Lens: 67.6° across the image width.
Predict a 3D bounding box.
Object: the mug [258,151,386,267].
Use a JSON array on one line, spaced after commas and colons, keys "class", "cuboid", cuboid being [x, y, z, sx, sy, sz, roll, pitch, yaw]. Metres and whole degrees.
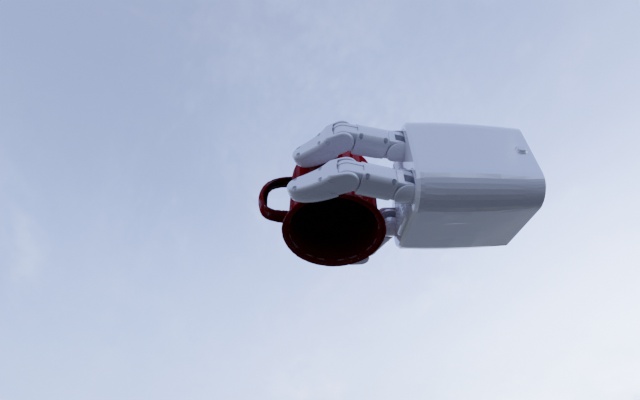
[{"class": "mug", "cuboid": [-0.001, 0.001, 0.453, 0.117, 0.093, 0.081, 3, 42, -2]}]
